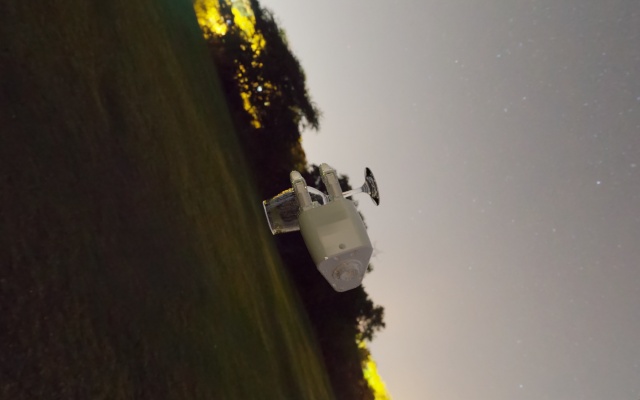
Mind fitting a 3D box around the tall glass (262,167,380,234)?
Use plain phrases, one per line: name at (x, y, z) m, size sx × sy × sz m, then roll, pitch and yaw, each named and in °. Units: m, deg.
tall glass at (0.001, 0.003, 0.858) m, size 0.201 × 0.079 × 0.079 m, roll -17°, pitch 2°, yaw -7°
